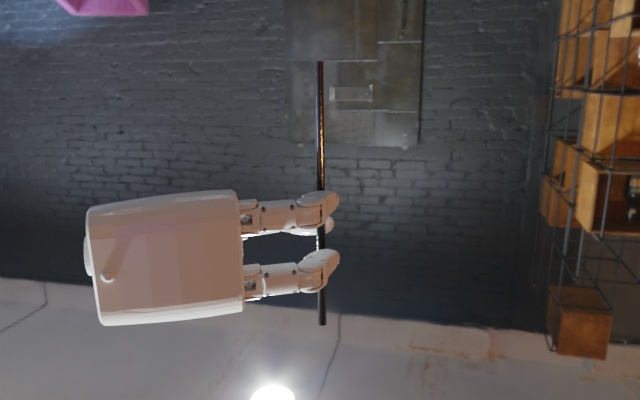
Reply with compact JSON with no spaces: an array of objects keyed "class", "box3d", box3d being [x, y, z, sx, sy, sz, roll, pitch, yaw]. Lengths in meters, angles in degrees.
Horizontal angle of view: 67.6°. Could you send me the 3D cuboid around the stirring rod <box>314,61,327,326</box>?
[{"class":"stirring rod","box3d":[0.000,0.001,0.425,0.011,0.239,0.011,-1,15,0]}]
